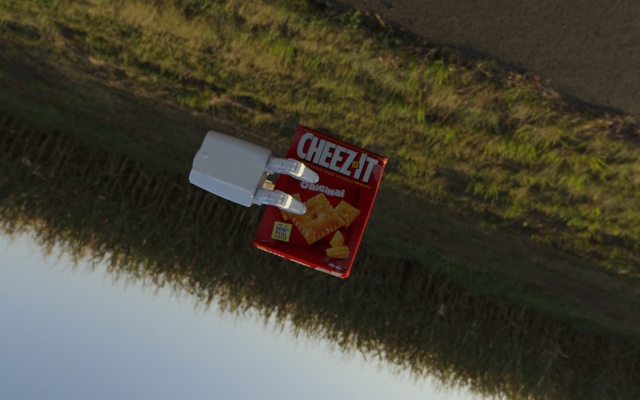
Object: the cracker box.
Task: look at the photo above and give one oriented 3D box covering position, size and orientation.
[{"bbox_3d":[0.000,0.003,0.801,0.164,0.213,0.072,21,-11,-4],"label":"cracker box"}]
